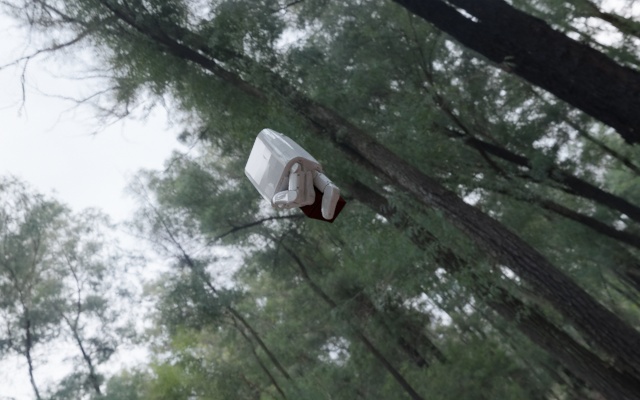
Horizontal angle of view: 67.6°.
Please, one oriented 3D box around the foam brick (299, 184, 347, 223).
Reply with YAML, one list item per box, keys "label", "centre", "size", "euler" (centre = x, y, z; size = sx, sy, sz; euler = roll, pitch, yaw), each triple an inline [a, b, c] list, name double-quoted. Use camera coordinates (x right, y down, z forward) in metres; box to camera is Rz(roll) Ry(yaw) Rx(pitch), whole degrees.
- label: "foam brick"
  centre: [0.000, 0.003, 0.899]
  size: [0.051, 0.053, 0.078]
  euler: [45, 16, 33]
